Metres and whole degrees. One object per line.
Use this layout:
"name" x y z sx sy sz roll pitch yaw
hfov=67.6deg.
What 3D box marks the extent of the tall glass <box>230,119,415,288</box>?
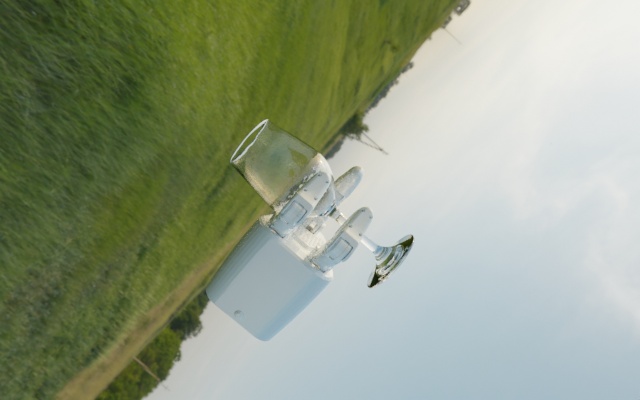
"tall glass" 0.001 0.002 0.508 0.201 0.079 0.079 41 -3 -3
